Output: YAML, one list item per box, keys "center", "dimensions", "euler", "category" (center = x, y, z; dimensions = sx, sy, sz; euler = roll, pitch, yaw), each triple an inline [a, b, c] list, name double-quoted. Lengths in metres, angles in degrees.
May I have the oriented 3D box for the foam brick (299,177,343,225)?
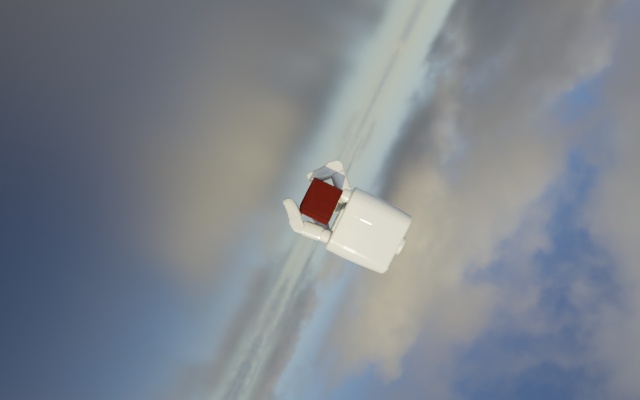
- center: [0.000, 0.002, 0.757]
  dimensions: [0.051, 0.053, 0.078]
  euler: [26, -8, 1]
  category: "foam brick"
